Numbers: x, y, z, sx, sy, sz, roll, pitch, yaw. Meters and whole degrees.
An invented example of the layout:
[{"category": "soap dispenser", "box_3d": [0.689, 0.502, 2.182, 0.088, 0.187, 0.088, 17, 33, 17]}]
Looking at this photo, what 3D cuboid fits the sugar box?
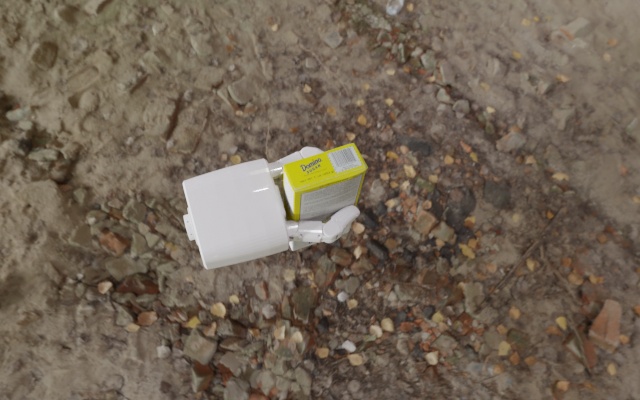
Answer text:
[{"category": "sugar box", "box_3d": [0.000, 0.002, 0.622, 0.093, 0.048, 0.176, -18, -23, -14]}]
